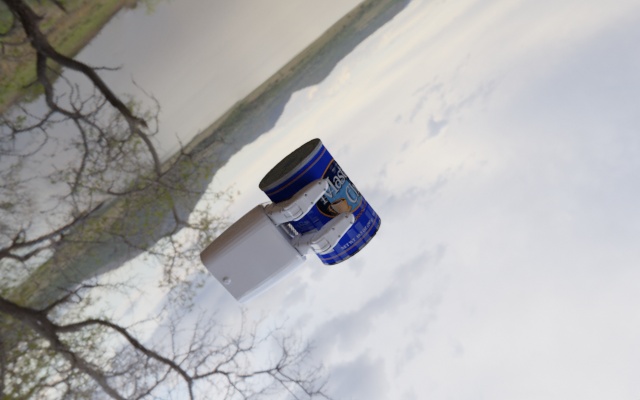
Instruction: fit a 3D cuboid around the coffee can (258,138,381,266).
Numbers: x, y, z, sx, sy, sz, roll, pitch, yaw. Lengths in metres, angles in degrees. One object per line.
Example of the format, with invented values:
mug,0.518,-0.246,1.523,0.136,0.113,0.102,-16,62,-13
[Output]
coffee can,0.000,0.002,0.642,0.103,0.140,0.102,-35,16,12
